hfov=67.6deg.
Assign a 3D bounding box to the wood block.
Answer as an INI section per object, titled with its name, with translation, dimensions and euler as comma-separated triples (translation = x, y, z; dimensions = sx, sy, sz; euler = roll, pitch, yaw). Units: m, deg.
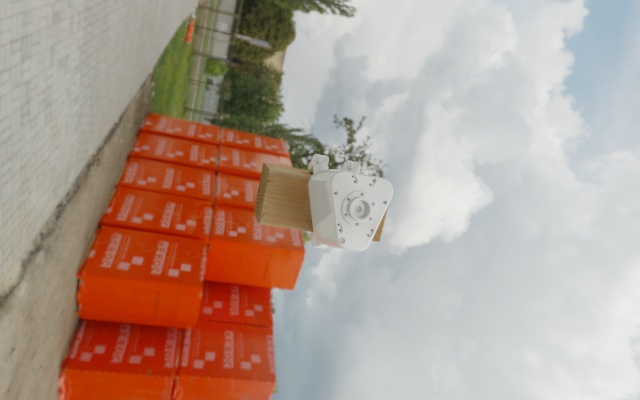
[wood block]
translation = 0.000, 0.003, 0.806
dimensions = 0.206, 0.091, 0.090
euler = 10, 9, -15
